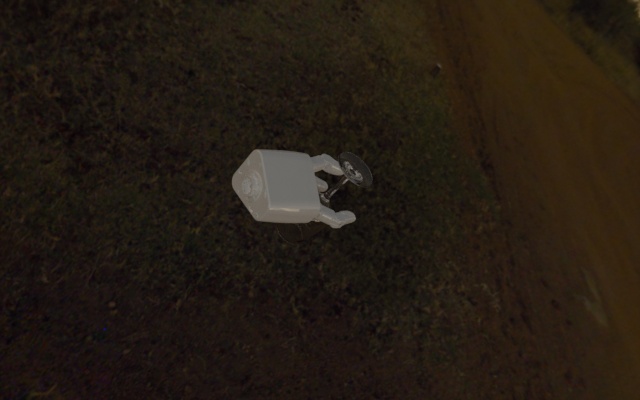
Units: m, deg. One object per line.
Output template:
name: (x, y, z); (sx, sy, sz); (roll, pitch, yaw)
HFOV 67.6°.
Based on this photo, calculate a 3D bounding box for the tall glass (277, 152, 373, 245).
tall glass: (0.001, 0.002, 0.861); (0.079, 0.079, 0.201); (0, -34, -45)
